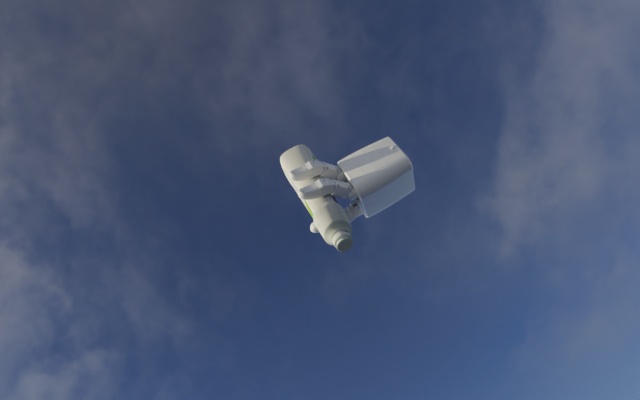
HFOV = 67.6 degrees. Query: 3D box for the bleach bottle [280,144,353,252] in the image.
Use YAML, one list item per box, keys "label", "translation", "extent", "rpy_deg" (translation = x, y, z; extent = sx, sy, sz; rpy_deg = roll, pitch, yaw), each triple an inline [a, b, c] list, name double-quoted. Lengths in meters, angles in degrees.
- label: "bleach bottle"
  translation: [0.000, 0.003, 0.854]
  extent: [0.068, 0.103, 0.250]
  rpy_deg: [-29, 43, 0]
